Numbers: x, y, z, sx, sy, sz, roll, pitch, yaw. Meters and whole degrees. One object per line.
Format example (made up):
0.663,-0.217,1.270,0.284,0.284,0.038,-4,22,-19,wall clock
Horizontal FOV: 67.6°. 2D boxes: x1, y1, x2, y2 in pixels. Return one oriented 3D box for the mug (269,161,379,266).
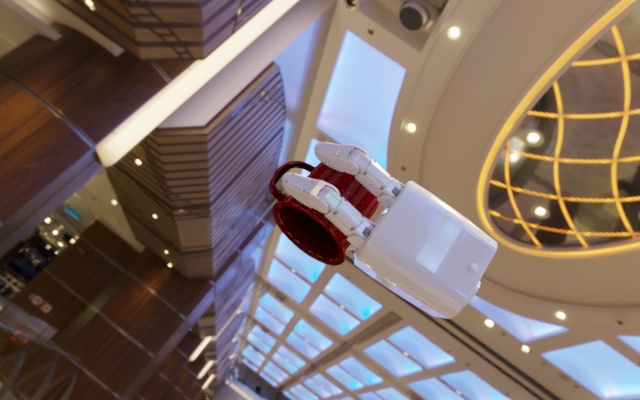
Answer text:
-0.001,0.001,0.513,0.117,0.081,0.093,36,-27,8,mug
